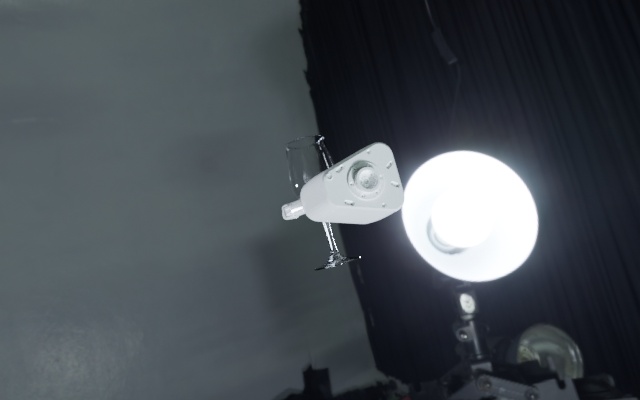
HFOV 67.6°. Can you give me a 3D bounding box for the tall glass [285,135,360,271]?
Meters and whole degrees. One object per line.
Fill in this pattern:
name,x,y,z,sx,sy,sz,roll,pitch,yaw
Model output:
tall glass,0.000,0.003,0.745,0.079,0.201,0.079,-15,-5,-1
